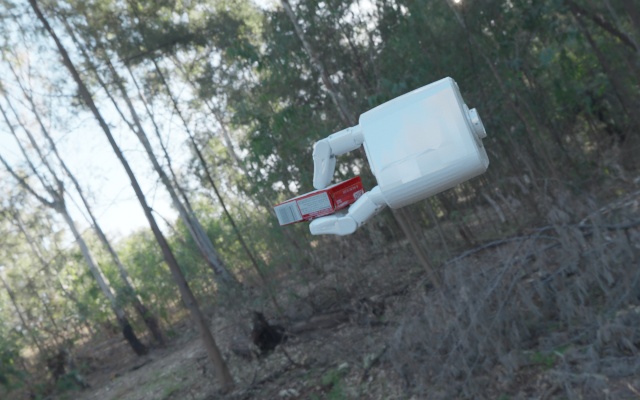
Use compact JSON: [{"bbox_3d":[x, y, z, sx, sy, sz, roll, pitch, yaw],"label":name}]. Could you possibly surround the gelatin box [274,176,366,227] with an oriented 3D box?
[{"bbox_3d":[0.000,0.002,0.581,0.089,0.030,0.073,-17,4,37],"label":"gelatin box"}]
